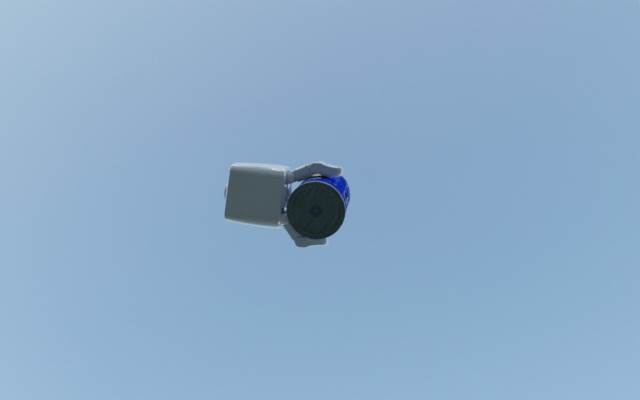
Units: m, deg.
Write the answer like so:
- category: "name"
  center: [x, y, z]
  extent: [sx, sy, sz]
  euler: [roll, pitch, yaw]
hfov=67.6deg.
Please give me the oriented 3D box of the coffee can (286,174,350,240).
- category: "coffee can"
  center: [0.000, 0.003, 0.883]
  extent: [0.103, 0.103, 0.140]
  euler: [0, 13, 7]
